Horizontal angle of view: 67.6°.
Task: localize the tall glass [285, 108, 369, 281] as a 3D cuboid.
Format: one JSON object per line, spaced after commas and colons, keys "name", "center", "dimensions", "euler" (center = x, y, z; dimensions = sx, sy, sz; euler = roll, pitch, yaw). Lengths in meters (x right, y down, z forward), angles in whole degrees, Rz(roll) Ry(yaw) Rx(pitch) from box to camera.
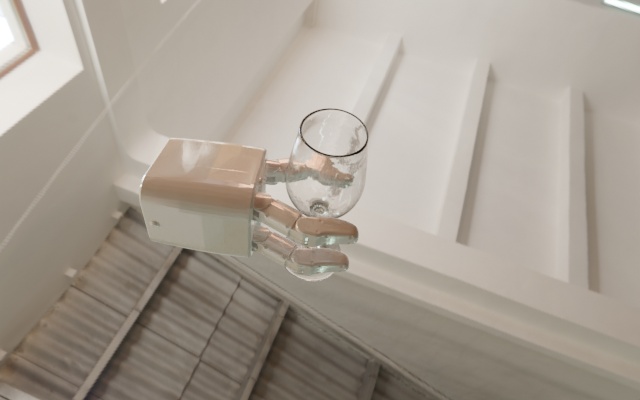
{"name": "tall glass", "center": [0.000, 0.002, 0.494], "dimensions": [0.079, 0.079, 0.201], "euler": [0, -38, -9]}
